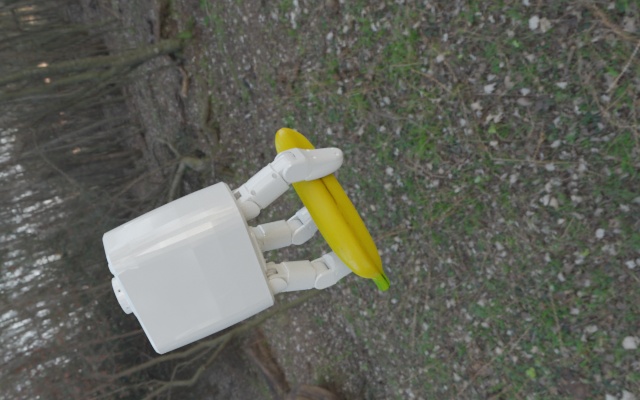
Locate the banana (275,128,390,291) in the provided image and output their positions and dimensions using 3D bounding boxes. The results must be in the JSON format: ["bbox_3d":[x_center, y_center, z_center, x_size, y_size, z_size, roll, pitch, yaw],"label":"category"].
[{"bbox_3d":[0.001,-0.003,0.444,0.037,0.197,0.070,-28,-21,-8],"label":"banana"}]
